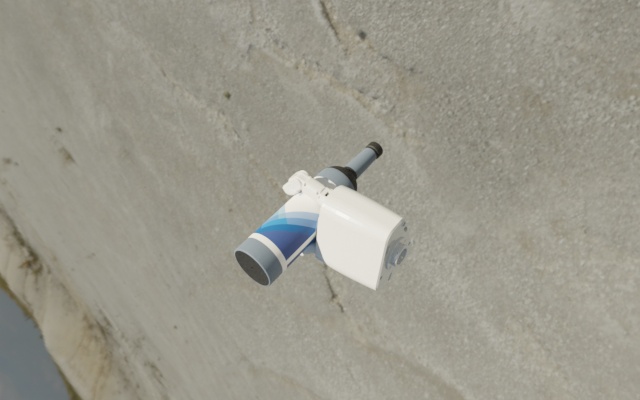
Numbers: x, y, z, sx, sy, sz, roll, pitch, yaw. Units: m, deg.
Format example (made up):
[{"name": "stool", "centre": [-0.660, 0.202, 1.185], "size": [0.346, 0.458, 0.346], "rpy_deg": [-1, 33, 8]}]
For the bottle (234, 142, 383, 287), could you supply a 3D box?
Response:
[{"name": "bottle", "centre": [0.000, 0.002, 0.709], "size": [0.069, 0.069, 0.295], "rpy_deg": [0, 37, 51]}]
